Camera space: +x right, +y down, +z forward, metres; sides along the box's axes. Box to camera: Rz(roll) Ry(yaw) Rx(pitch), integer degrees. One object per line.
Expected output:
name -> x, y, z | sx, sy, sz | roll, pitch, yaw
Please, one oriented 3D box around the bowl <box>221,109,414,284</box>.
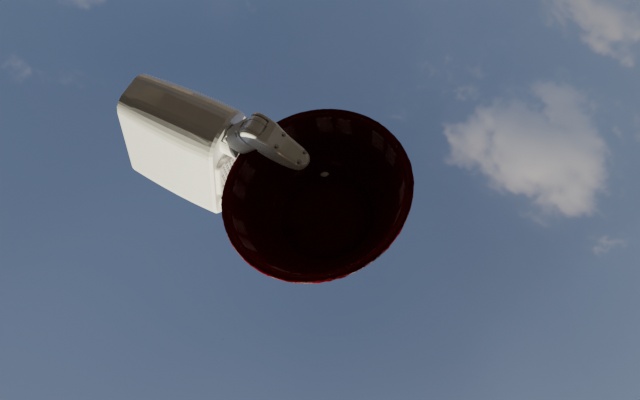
bowl -> 0.001, 0.002, 0.413 | 0.162, 0.162, 0.055 | 0, -27, 14
